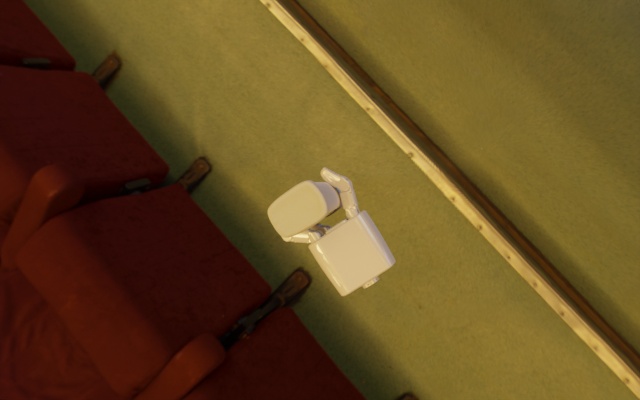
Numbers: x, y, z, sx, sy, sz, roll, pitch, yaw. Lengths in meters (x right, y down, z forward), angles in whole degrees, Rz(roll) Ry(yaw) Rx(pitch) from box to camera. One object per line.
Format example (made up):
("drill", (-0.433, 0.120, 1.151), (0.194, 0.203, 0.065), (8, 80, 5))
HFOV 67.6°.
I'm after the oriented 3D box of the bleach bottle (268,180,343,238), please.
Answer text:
("bleach bottle", (0.000, 0.003, 0.856), (0.102, 0.068, 0.251), (-32, -4, 19))
